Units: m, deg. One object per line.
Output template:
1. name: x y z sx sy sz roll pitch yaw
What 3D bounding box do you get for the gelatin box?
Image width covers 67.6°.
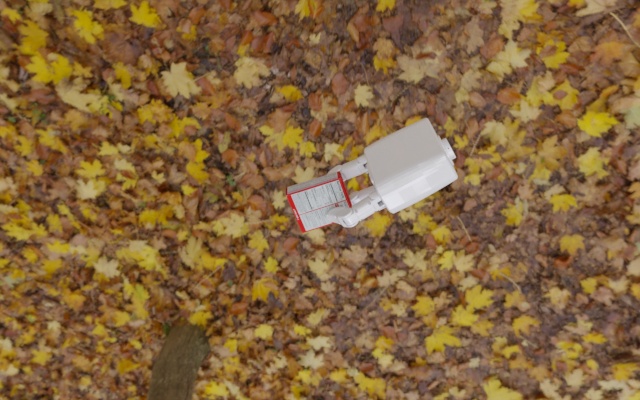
1. gelatin box: 0.000 0.003 0.733 0.089 0.073 0.030 -18 29 7
